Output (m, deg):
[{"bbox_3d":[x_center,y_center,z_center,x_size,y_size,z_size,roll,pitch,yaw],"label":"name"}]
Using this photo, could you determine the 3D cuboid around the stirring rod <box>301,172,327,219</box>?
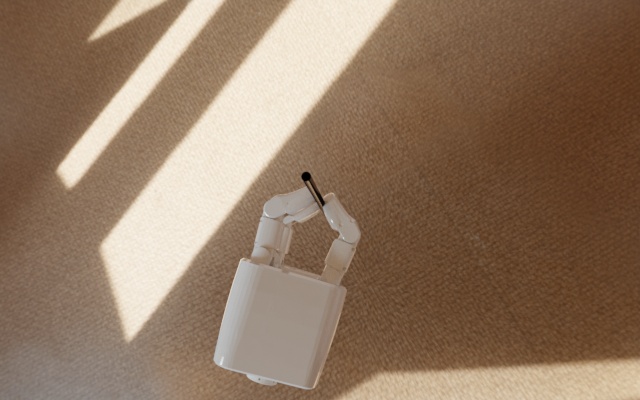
[{"bbox_3d":[0.000,0.002,0.501,0.011,0.011,0.239,0,-10,6],"label":"stirring rod"}]
